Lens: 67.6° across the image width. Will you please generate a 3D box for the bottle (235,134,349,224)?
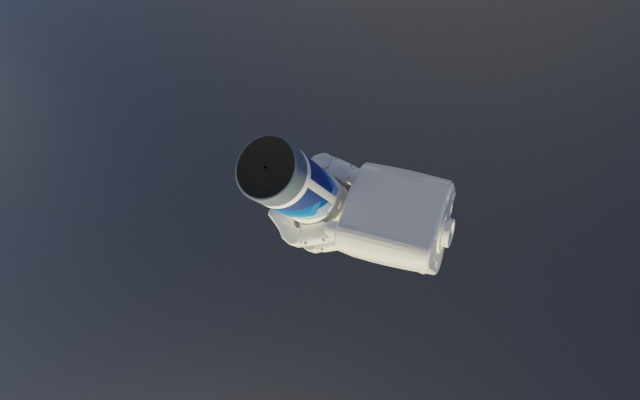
[{"bbox_3d":[0.000,0.002,0.584,0.069,0.069,0.296,0,-13,21],"label":"bottle"}]
